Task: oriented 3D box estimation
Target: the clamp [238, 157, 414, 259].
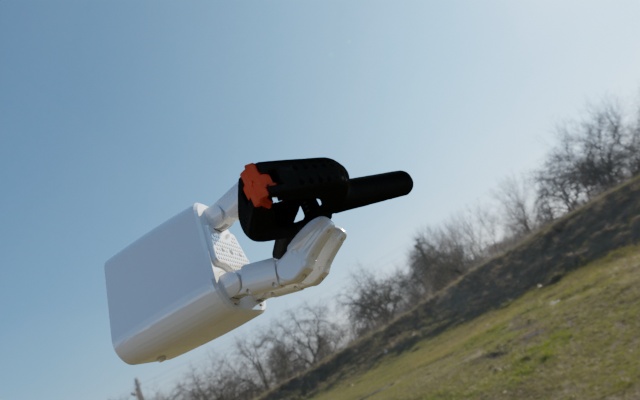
[{"bbox_3d":[-0.001,0.001,0.407,0.164,0.036,0.210,-31,-19,6],"label":"clamp"}]
